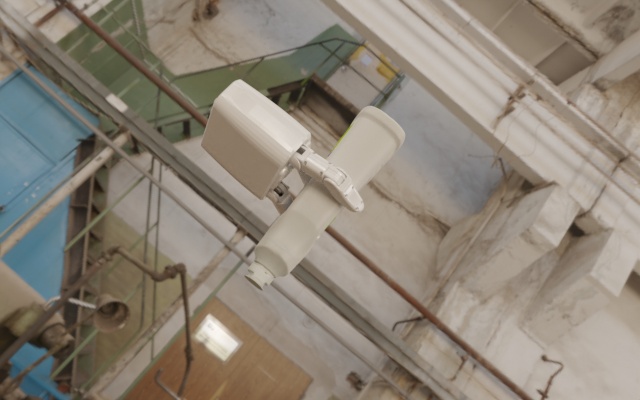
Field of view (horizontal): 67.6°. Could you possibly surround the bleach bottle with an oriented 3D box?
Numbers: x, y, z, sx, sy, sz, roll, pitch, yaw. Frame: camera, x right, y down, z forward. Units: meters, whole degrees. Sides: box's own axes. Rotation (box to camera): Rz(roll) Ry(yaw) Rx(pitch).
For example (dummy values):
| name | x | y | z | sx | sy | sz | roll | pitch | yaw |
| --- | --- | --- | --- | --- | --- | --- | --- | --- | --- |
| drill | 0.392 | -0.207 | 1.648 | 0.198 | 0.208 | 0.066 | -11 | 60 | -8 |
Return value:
| name | x | y | z | sx | sy | sz | roll | pitch | yaw |
| --- | --- | --- | --- | --- | --- | --- | --- | --- | --- |
| bleach bottle | 0.000 | 0.002 | 0.582 | 0.068 | 0.250 | 0.102 | 39 | -20 | 2 |
